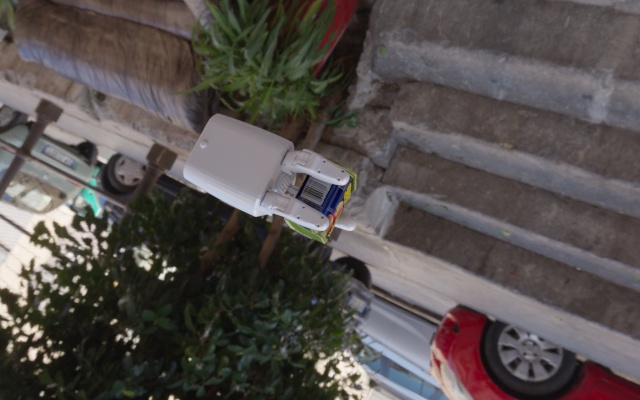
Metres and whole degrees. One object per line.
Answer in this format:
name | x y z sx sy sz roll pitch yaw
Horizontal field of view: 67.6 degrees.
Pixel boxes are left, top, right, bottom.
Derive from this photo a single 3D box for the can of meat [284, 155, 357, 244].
can of meat | 0.000 0.002 0.577 0.057 0.084 0.102 26 -9 8
